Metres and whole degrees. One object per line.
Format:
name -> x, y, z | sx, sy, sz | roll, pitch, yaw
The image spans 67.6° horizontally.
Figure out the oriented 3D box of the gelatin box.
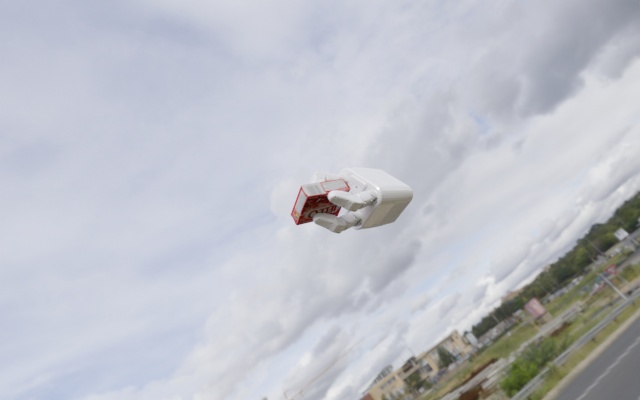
gelatin box -> 0.000, 0.002, 0.821 | 0.089, 0.030, 0.073 | -11, -38, -31
